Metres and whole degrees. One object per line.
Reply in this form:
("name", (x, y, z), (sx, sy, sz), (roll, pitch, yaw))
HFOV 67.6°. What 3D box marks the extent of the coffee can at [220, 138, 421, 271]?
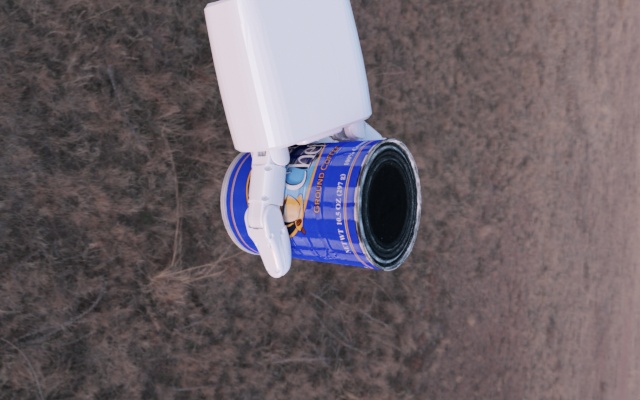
("coffee can", (0.000, 0.002, 0.409), (0.140, 0.103, 0.103), (2, 1, 37))
